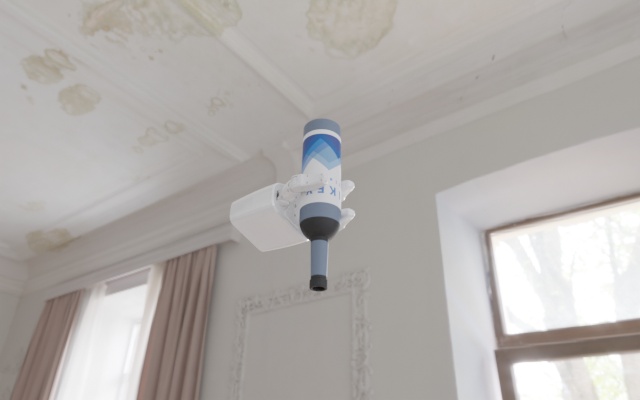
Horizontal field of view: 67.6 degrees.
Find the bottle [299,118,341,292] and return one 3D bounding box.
[{"bbox_3d":[0.000,0.002,0.777,0.069,0.295,0.069,1,-30,1],"label":"bottle"}]
